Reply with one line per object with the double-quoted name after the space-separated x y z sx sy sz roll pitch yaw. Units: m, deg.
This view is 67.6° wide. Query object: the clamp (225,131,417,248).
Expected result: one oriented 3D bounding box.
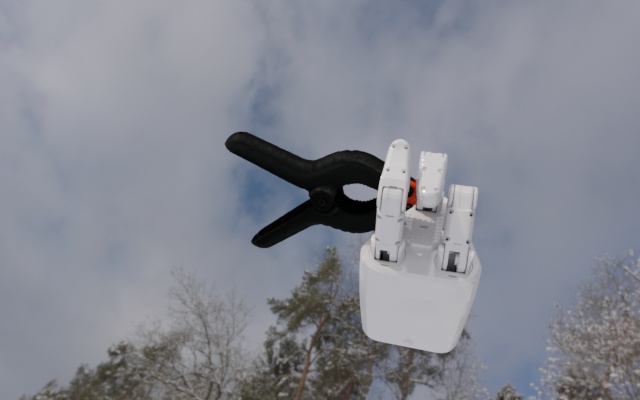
0.000 0.001 0.432 0.171 0.120 0.039 9 40 13 "clamp"
